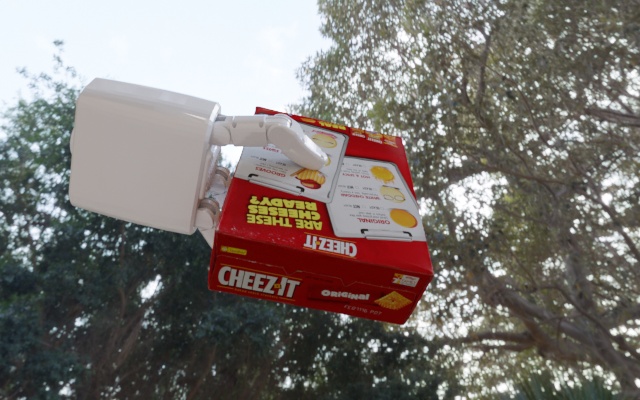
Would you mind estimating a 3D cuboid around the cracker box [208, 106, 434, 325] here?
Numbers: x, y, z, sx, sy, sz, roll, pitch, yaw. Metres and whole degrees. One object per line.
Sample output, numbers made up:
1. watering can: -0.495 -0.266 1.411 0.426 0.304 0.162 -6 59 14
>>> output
1. cracker box: 0.000 0.001 0.442 0.164 0.072 0.213 12 35 -6
